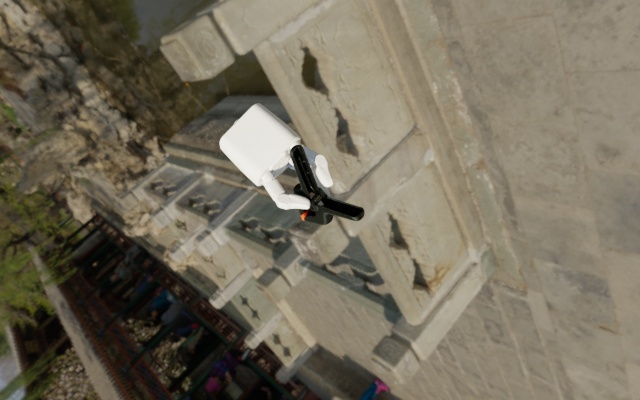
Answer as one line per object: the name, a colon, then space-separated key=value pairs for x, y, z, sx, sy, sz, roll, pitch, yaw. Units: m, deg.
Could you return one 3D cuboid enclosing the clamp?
clamp: x=-0.001 y=0.003 z=0.864 sx=0.036 sy=0.164 sz=0.210 roll=-41 pitch=-12 yaw=-21
